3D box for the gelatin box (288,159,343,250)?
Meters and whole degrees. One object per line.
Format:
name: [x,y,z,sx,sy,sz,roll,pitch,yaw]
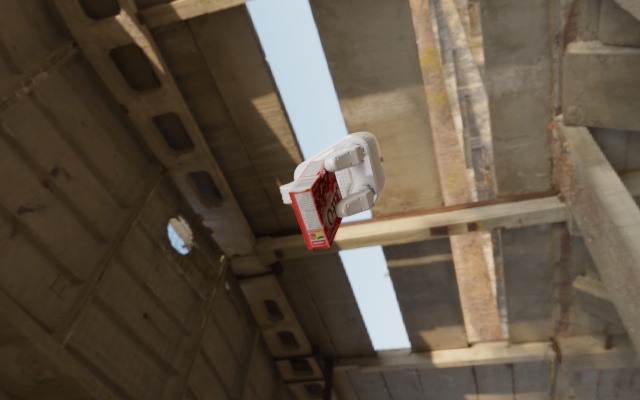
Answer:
gelatin box: [0.000,0.002,0.543,0.030,0.073,0.089,-9,24,21]
